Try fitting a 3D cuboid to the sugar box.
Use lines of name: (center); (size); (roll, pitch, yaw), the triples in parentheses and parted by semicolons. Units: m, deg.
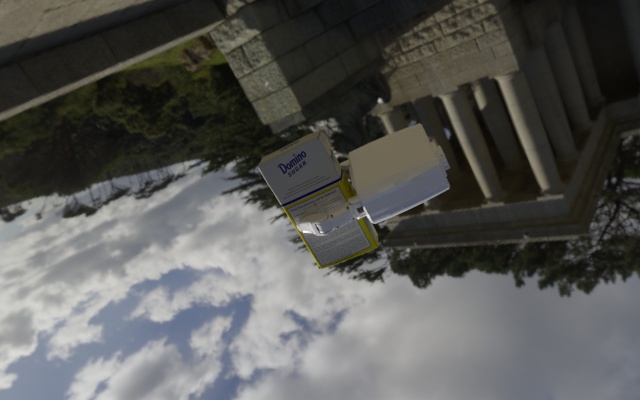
sugar box: (0.000, 0.002, 0.649); (0.093, 0.176, 0.048); (-23, 18, 15)
